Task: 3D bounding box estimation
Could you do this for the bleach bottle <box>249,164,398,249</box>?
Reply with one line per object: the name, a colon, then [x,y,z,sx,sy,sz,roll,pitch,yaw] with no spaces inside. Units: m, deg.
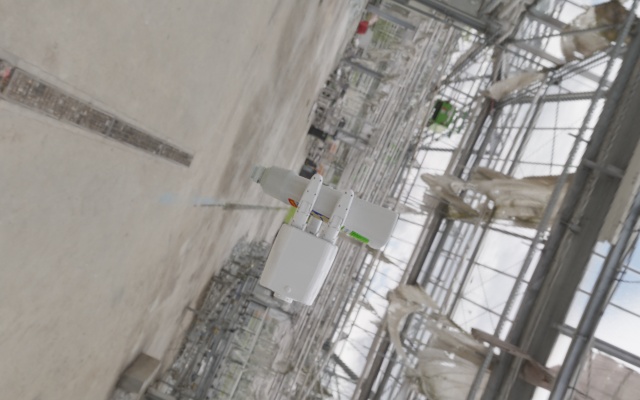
bleach bottle: [0.000,0.003,0.812,0.251,0.068,0.102,24,-9,-1]
